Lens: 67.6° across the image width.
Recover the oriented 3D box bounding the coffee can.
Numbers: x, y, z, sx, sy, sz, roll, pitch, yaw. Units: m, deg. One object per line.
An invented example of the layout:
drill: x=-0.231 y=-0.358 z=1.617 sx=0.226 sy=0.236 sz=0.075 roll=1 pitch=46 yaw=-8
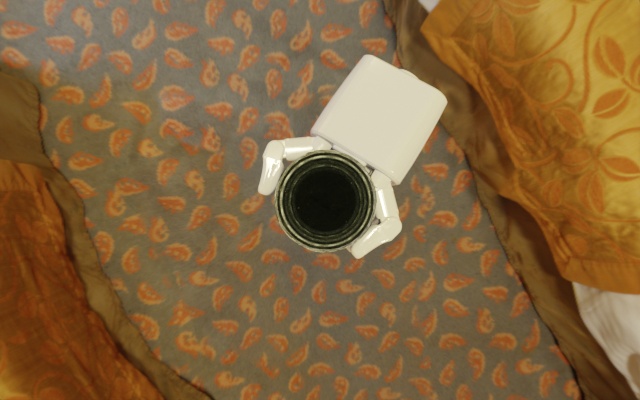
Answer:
coffee can: x=0.000 y=0.002 z=0.540 sx=0.103 sy=0.103 sz=0.140 roll=0 pitch=-1 yaw=-4
